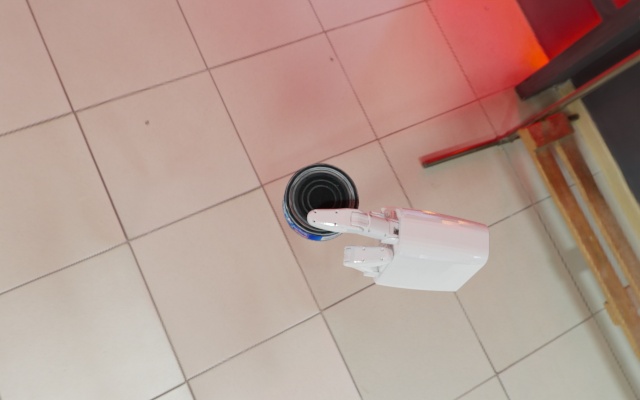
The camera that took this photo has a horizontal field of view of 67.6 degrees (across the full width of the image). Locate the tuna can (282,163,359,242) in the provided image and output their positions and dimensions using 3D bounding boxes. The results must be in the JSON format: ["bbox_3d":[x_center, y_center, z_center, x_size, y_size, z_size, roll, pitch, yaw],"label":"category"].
[{"bbox_3d":[0.000,0.002,0.542,0.086,0.086,0.034,0,-14,-6],"label":"tuna can"}]
